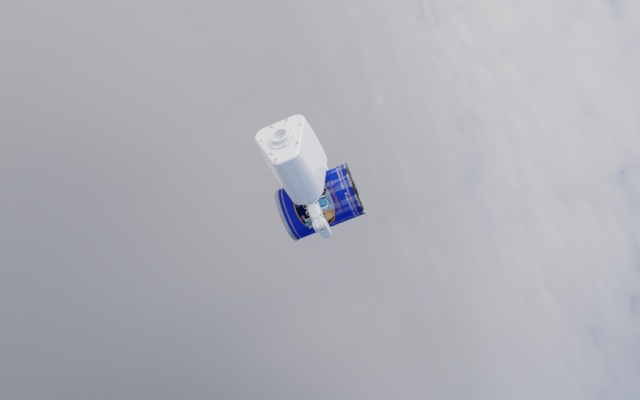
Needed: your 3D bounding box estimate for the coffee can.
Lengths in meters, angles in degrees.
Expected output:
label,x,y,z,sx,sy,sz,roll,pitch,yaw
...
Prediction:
label,x,y,z,sx,sy,sz,roll,pitch,yaw
coffee can,0.000,0.003,0.885,0.140,0.103,0.103,-21,-3,8
